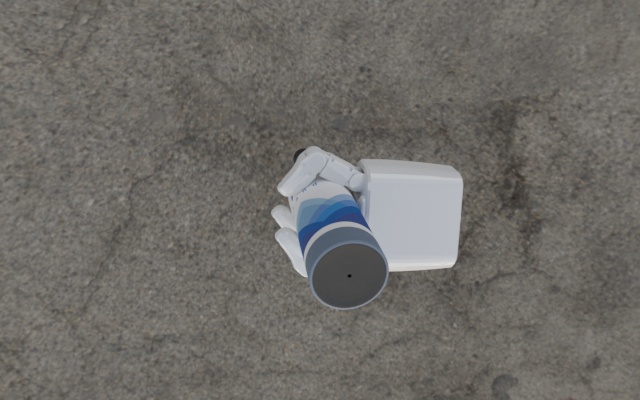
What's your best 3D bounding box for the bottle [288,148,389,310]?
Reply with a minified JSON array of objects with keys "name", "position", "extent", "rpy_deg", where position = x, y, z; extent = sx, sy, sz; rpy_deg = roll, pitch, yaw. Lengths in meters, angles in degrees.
[{"name":"bottle","position":[0.000,0.002,0.518],"extent":[0.069,0.069,0.295],"rpy_deg":[0,24,-10]}]
